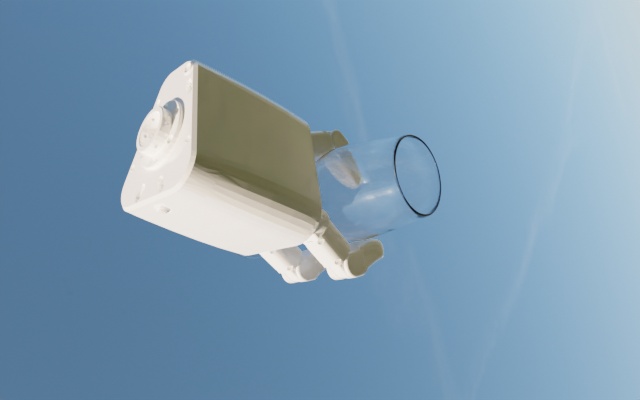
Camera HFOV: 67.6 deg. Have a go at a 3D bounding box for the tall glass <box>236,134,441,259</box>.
[{"bbox_3d":[0.000,0.001,0.412,0.201,0.079,0.079,-15,-10,41],"label":"tall glass"}]
